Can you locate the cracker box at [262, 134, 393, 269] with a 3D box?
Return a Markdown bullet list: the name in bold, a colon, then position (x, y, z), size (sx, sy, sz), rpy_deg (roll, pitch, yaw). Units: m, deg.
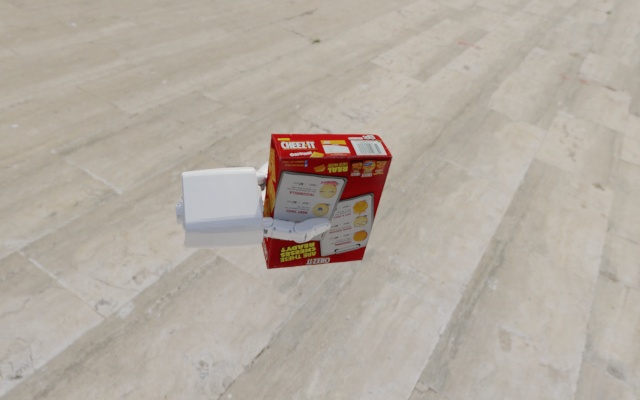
- **cracker box**: position (0.000, 0.002, 0.727), size (0.164, 0.214, 0.072), rpy_deg (-3, 41, -16)
